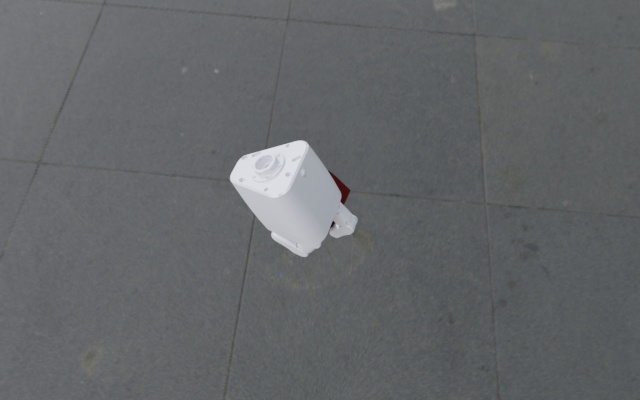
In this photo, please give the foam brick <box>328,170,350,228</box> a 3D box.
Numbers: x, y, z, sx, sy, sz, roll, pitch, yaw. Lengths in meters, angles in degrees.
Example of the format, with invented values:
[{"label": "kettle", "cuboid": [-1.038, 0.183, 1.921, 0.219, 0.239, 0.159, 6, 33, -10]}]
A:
[{"label": "foam brick", "cuboid": [0.000, 0.002, 0.731, 0.051, 0.078, 0.053, 41, -35, -19]}]
